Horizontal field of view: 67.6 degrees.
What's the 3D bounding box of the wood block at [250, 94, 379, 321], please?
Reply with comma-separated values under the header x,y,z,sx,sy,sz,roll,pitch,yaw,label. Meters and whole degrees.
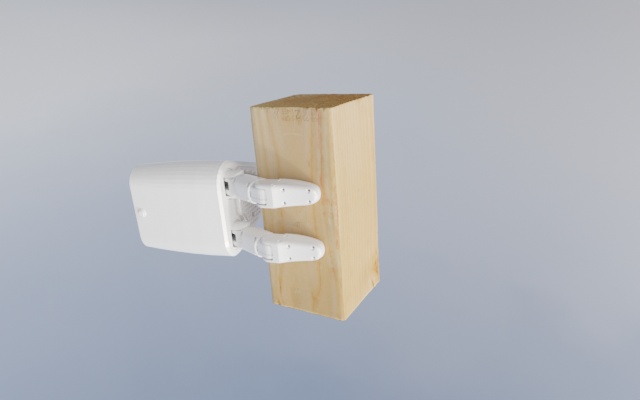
x,y,z,sx,sy,sz,roll,pitch,yaw,label
0.000,0.002,0.485,0.090,0.206,0.090,7,22,28,wood block
